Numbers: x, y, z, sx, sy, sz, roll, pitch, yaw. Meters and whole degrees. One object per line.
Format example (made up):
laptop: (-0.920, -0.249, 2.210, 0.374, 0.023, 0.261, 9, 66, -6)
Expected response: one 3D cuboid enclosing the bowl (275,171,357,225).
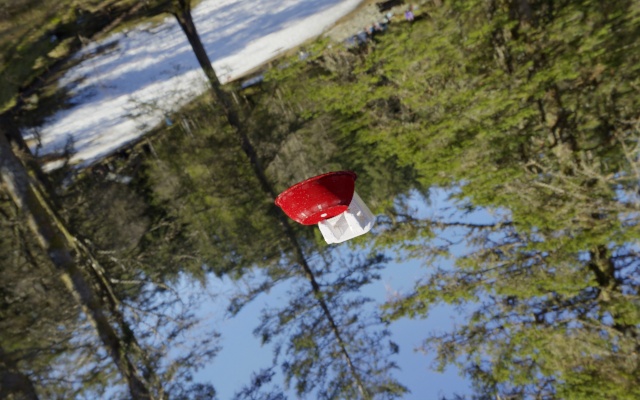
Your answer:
bowl: (0.000, 0.003, 0.889, 0.162, 0.055, 0.162, -18, -15, -5)
